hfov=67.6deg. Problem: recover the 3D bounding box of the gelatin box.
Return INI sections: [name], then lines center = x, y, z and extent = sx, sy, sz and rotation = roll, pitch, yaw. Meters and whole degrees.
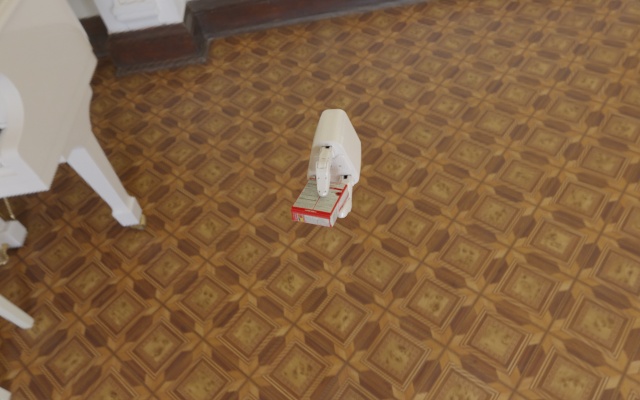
[gelatin box]
center = 0.000, 0.003, 0.818
extent = 0.073, 0.030, 0.089
rotation = 10, 43, 20
